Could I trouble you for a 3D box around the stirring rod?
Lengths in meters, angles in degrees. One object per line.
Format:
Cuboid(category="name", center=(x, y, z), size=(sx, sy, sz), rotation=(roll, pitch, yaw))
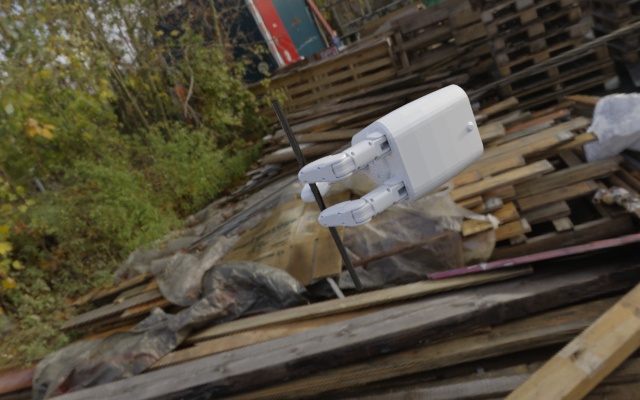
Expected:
Cuboid(category="stirring rod", center=(0.000, 0.002, 0.528), size=(0.011, 0.240, 0.011), rotation=(-22, 20, 8))
